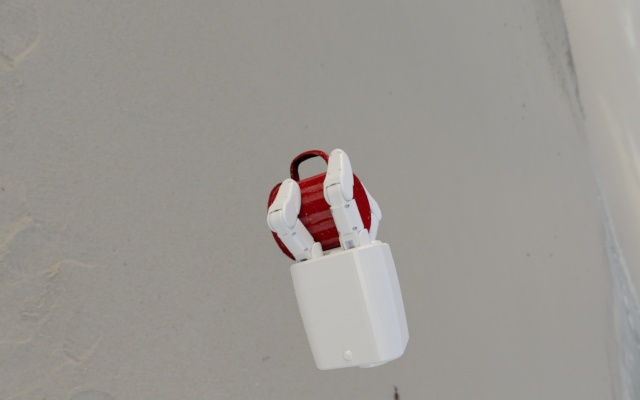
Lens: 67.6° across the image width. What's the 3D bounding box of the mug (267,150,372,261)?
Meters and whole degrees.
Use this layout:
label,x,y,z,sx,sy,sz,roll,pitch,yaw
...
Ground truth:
label,x,y,z,sx,sy,sz,roll,pitch,yaw
mug,0.000,0.000,0.522,0.081,0.117,0.093,-18,-11,30
